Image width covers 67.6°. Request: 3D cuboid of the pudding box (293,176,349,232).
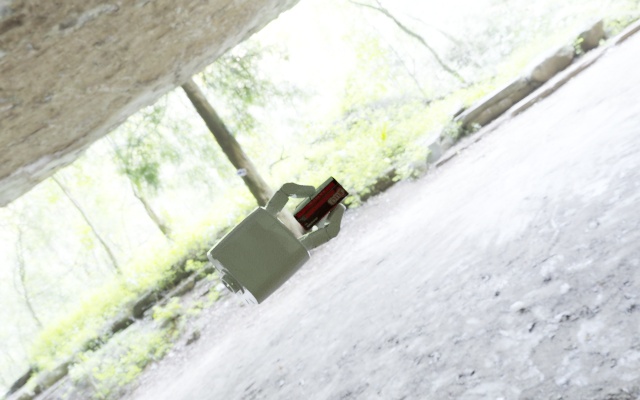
[{"bbox_3d":[0.000,0.002,0.786,0.090,0.039,0.113,-42,6,3],"label":"pudding box"}]
